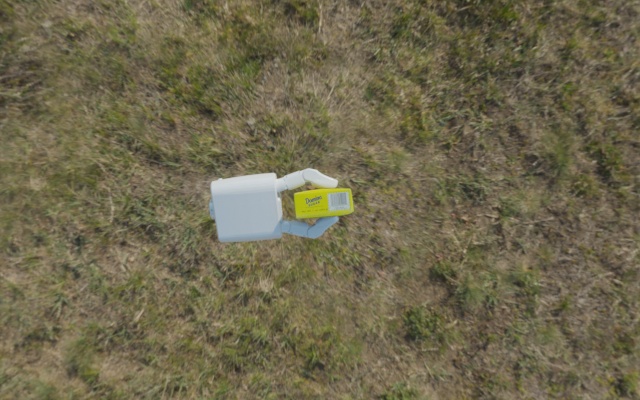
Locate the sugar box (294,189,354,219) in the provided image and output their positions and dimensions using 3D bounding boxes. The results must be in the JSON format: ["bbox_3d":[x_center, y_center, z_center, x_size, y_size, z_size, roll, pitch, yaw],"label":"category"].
[{"bbox_3d":[0.000,0.002,0.831,0.093,0.048,0.176,-5,4,-4],"label":"sugar box"}]
